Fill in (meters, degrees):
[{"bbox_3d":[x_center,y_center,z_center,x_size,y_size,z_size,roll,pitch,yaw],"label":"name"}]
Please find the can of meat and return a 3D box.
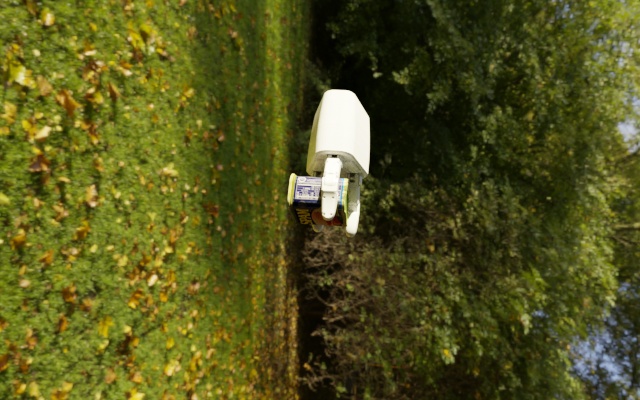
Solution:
[{"bbox_3d":[0.000,0.002,0.728,0.084,0.057,0.102,3,-21,6],"label":"can of meat"}]
